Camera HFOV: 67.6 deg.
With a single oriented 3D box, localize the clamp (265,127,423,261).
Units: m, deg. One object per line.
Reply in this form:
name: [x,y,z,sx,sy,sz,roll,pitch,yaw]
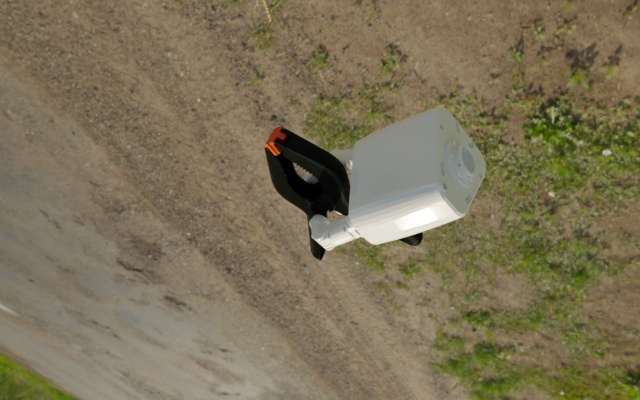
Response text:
clamp: [0.000,0.002,0.573,0.164,0.036,0.210,-22,-56,41]
